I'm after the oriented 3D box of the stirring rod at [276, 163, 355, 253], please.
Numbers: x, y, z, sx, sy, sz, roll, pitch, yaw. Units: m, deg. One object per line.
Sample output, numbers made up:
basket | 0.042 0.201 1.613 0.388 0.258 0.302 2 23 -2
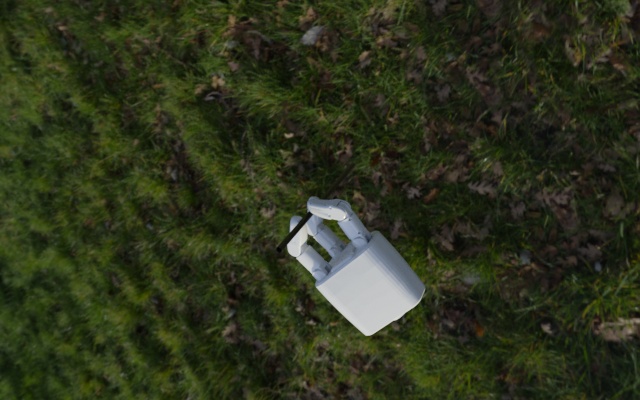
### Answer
stirring rod | 0.000 0.002 0.678 0.011 0.011 0.239 0 29 29
